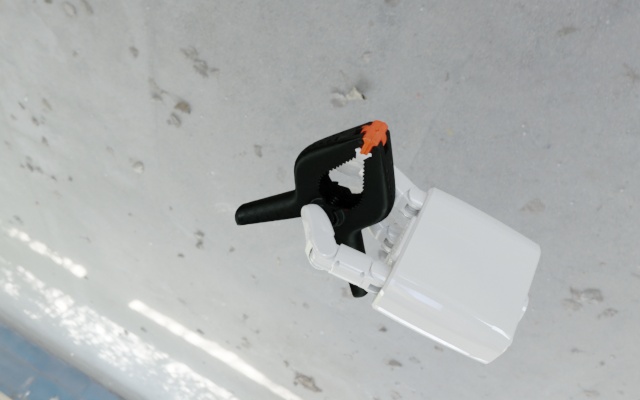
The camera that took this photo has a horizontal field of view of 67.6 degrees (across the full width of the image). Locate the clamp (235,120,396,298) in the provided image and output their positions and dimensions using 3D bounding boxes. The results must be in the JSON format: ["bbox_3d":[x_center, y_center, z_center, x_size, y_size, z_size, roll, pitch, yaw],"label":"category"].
[{"bbox_3d":[0.000,0.002,0.446,0.164,0.036,0.210,26,-41,5],"label":"clamp"}]
